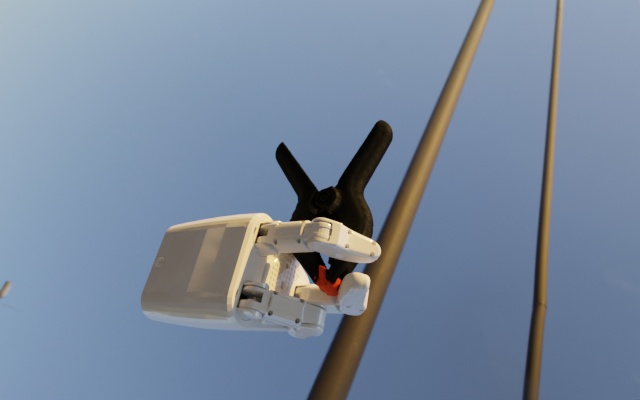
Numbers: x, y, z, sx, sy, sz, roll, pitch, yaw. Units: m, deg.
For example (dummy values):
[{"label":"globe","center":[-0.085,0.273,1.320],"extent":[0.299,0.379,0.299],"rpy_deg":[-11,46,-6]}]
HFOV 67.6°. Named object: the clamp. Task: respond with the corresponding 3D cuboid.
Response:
[{"label":"clamp","center":[0.000,0.002,0.442],"extent":[0.120,0.171,0.039],"rpy_deg":[-5,-34,29]}]
